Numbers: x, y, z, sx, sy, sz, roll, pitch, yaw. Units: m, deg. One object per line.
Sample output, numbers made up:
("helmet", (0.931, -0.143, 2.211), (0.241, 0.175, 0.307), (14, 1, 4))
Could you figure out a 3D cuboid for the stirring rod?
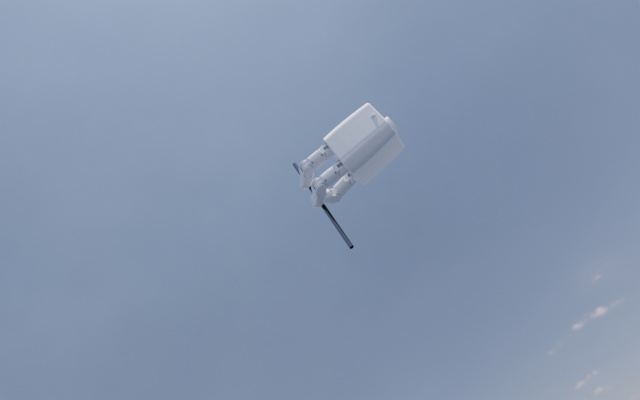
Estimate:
("stirring rod", (0.000, 0.003, 0.875), (0.011, 0.011, 0.239), (0, 39, -34))
